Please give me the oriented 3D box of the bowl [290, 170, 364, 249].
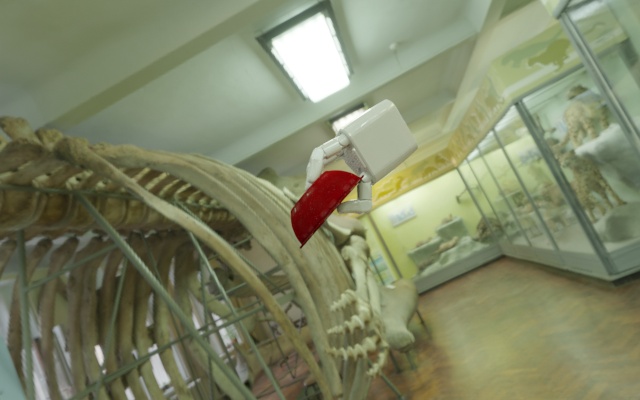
[{"bbox_3d":[-0.001,0.003,0.791,0.055,0.162,0.162,41,1,2],"label":"bowl"}]
